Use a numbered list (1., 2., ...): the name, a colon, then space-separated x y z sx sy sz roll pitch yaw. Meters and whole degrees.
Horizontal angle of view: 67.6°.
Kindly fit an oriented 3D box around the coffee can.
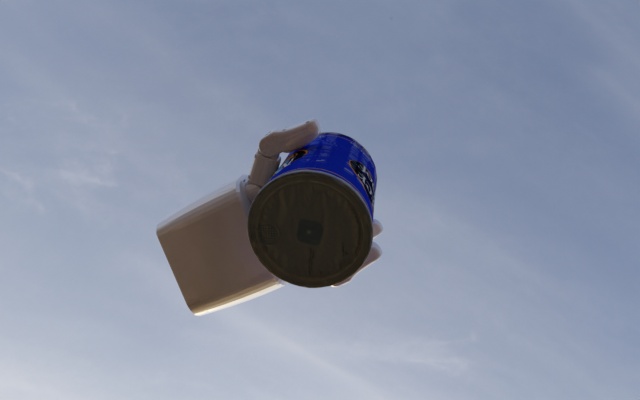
1. coffee can: 0.000 0.001 0.446 0.103 0.103 0.140 0 21 8
